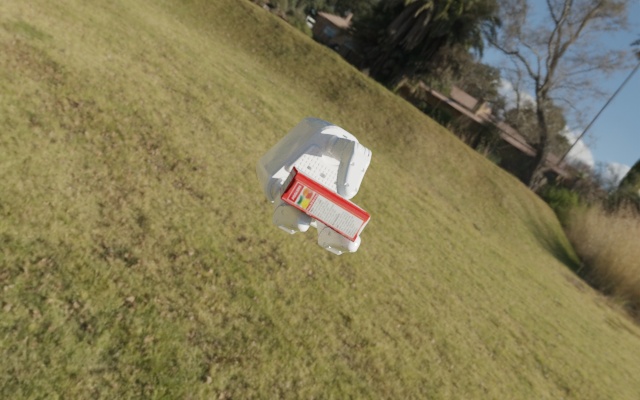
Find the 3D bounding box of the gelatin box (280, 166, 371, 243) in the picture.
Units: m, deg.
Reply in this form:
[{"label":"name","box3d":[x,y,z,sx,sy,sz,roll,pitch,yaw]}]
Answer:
[{"label":"gelatin box","box3d":[0.000,0.001,0.435,0.073,0.030,0.089,32,2,-9]}]
